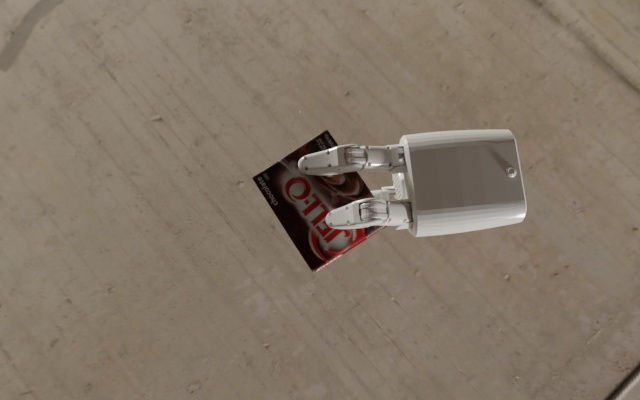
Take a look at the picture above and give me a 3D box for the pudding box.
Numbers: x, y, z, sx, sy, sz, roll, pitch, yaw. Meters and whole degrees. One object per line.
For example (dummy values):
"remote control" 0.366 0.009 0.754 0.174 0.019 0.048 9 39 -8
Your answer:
"pudding box" 0.000 0.002 0.476 0.090 0.113 0.039 -33 -10 -4
